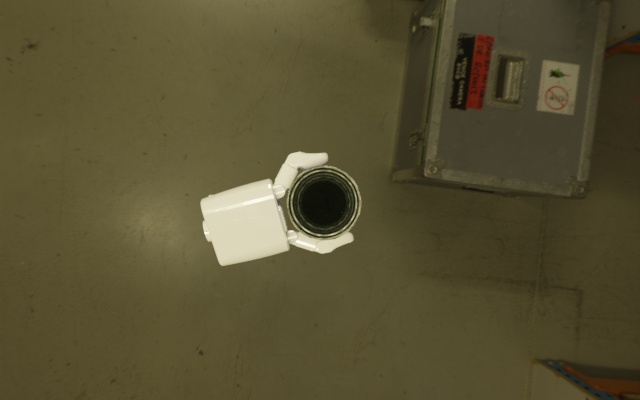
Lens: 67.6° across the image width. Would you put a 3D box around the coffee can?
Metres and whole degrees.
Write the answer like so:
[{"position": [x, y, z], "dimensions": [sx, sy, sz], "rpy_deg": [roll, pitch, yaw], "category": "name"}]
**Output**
[{"position": [0.000, 0.002, 0.716], "dimensions": [0.103, 0.103, 0.140], "rpy_deg": [0, 1, -4], "category": "coffee can"}]
